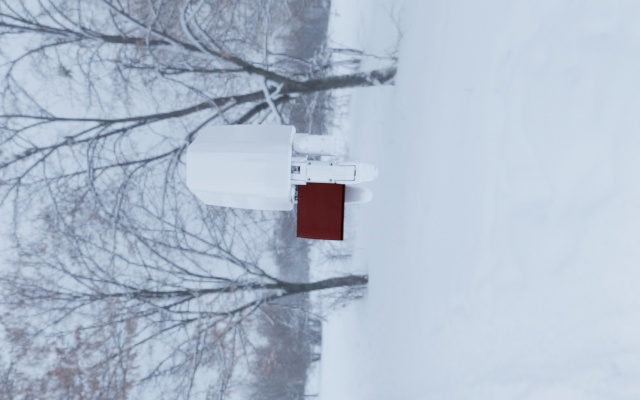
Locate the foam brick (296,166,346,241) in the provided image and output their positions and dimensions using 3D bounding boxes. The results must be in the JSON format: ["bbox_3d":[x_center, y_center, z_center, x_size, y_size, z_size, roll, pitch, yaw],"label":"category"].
[{"bbox_3d":[0.000,0.002,0.532,0.051,0.078,0.053,1,5,-2],"label":"foam brick"}]
